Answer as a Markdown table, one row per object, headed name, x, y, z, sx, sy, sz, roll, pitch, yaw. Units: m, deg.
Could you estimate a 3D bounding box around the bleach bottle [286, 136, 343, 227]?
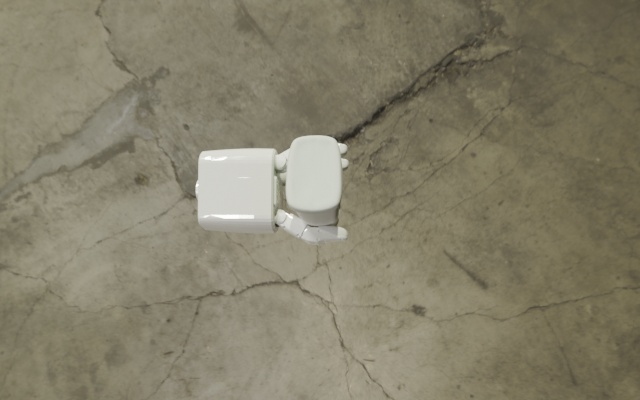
| name | x | y | z | sx | sy | sz | roll | pitch | yaw |
| --- | --- | --- | --- | --- | --- | --- | --- | --- | --- |
| bleach bottle | 0.000 | 0.002 | 0.684 | 0.068 | 0.102 | 0.251 | 0 | -18 | 4 |
